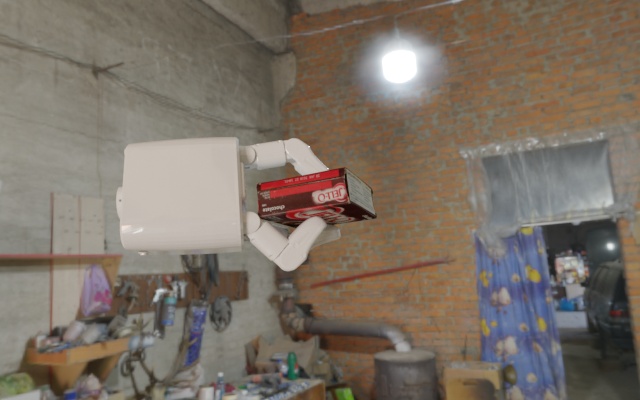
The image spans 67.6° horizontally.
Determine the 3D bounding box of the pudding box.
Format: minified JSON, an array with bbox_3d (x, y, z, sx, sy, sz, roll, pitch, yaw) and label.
[{"bbox_3d":[0.000,0.001,0.478,0.090,0.039,0.113,-9,-10,18],"label":"pudding box"}]
